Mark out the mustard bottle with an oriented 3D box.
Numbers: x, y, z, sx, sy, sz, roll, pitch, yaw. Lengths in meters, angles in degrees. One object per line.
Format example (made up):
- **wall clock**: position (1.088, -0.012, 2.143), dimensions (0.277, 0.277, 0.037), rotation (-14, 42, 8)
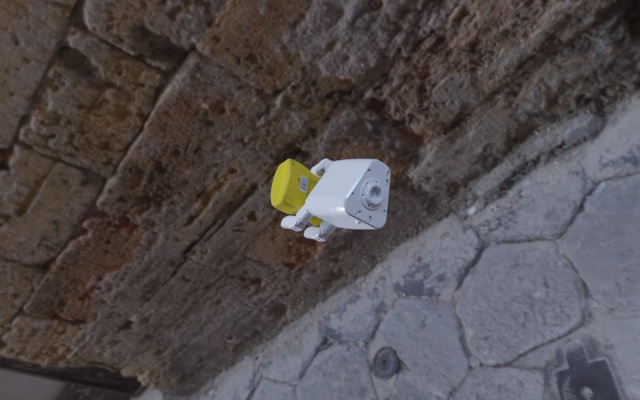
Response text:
- **mustard bottle**: position (0.000, 0.003, 0.900), dimensions (0.192, 0.096, 0.058), rotation (27, -38, -31)
